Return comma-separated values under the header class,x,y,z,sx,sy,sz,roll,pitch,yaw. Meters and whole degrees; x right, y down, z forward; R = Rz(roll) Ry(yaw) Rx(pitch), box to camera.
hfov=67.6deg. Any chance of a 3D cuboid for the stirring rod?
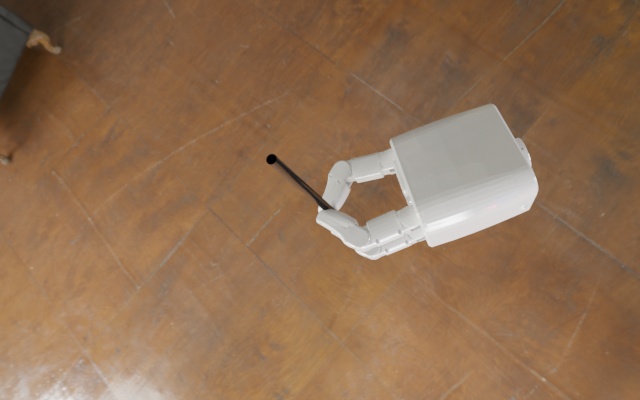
class,x,y,z,sx,sy,sz,roll,pitch,yaw
stirring rod,0.000,0.001,0.444,0.011,0.011,0.239,0,-15,17
